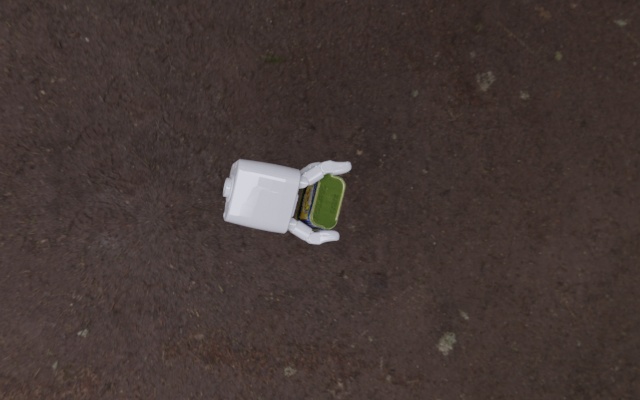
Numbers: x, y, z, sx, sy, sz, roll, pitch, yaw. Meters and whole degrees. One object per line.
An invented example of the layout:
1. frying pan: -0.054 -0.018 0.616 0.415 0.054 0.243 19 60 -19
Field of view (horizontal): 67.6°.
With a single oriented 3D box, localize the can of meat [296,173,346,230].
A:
1. can of meat: 0.000 0.003 0.864 0.057 0.102 0.084 15 -7 -17
